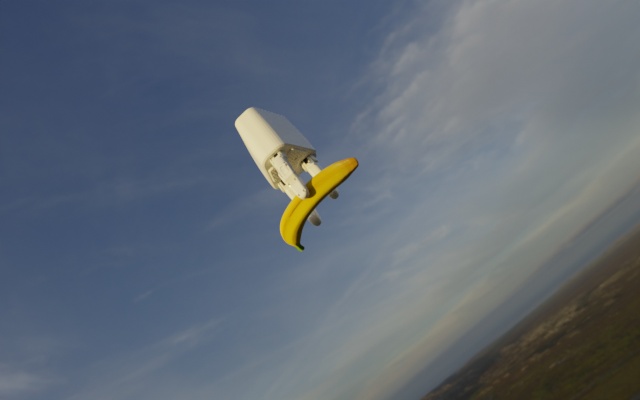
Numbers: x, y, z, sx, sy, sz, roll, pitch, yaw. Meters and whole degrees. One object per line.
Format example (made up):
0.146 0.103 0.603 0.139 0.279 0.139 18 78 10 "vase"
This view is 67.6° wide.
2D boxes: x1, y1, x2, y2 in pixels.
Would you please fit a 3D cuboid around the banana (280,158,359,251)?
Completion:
-0.015 0.005 0.760 0.069 0.198 0.037 0 43 -46 "banana"
